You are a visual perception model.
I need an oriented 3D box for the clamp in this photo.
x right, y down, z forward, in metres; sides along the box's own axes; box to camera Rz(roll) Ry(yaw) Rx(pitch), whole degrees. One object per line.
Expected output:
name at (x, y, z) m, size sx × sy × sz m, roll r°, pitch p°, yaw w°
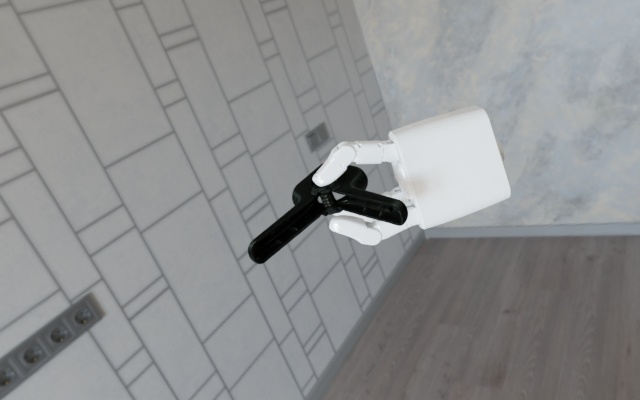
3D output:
clamp at (0.000, 0.001, 0.551) m, size 0.164 × 0.036 × 0.210 m, roll -18°, pitch 21°, yaw 3°
